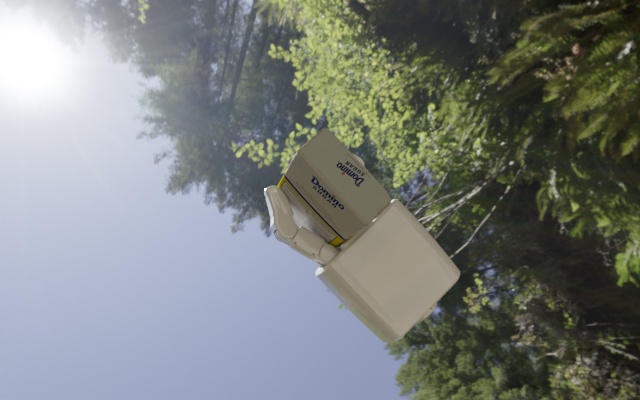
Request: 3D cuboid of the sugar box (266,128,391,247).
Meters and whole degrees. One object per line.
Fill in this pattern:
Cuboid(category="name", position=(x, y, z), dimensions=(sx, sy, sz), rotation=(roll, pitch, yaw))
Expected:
Cuboid(category="sugar box", position=(0.001, 0.001, 0.503), dimensions=(0.048, 0.093, 0.176), rotation=(-42, -1, -25))
